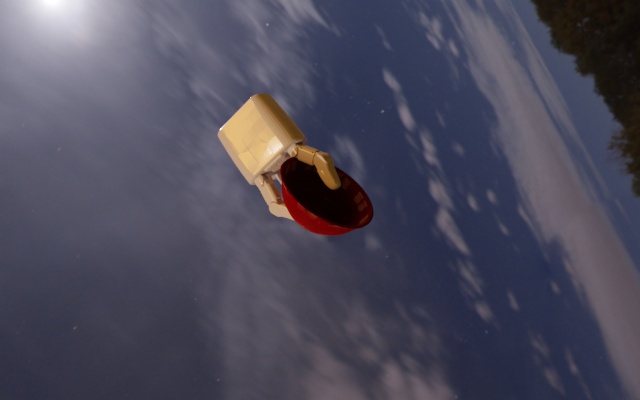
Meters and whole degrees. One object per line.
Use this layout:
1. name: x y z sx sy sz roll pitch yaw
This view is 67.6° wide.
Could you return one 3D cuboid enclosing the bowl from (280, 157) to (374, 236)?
1. bowl: 0.001 0.004 0.742 0.162 0.055 0.162 23 32 -15
